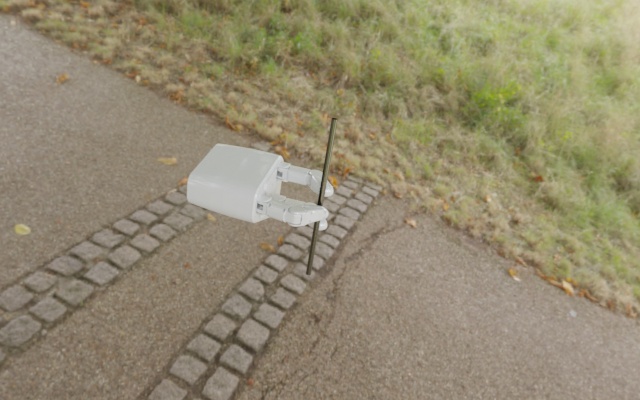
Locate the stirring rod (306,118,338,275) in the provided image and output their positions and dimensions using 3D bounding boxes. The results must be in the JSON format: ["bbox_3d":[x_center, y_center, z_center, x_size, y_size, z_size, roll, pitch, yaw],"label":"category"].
[{"bbox_3d":[0.000,0.002,0.669,0.011,0.240,0.011,8,24,-4],"label":"stirring rod"}]
